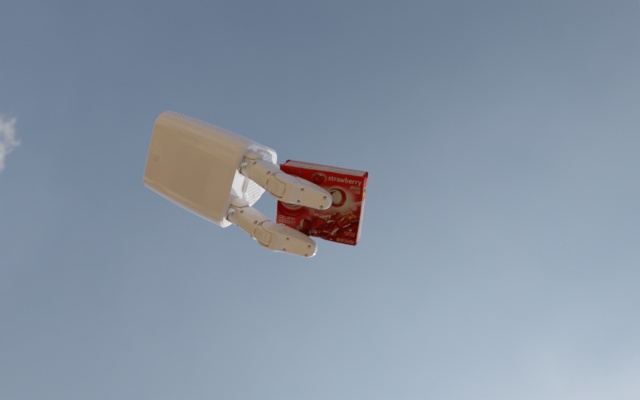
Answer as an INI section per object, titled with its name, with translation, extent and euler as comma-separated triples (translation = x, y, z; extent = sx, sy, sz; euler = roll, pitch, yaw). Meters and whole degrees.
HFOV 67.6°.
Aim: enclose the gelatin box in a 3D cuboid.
[gelatin box]
translation = 0.001, 0.002, 0.489
extent = 0.089, 0.073, 0.030
euler = 10, 18, 12
